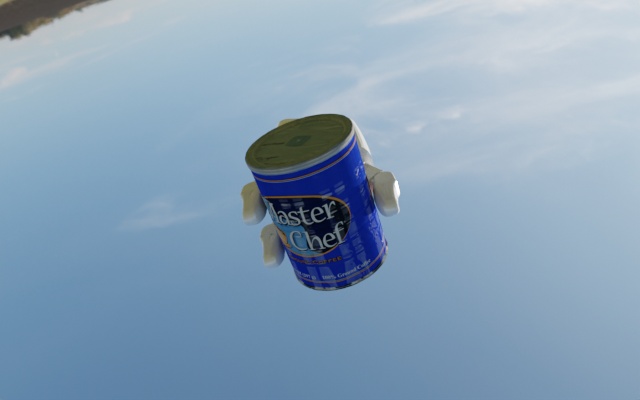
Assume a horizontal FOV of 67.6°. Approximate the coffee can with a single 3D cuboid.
[{"bbox_3d":[0.000,0.001,0.464,0.103,0.140,0.102,-15,30,9],"label":"coffee can"}]
